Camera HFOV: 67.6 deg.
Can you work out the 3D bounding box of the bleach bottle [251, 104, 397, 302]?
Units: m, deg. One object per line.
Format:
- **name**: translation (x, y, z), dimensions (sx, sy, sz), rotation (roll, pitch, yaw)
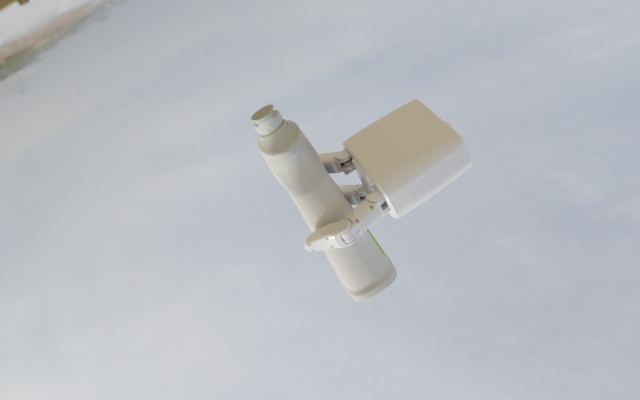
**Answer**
- **bleach bottle**: translation (0.000, 0.002, 0.556), dimensions (0.068, 0.251, 0.102), rotation (-34, 31, -1)
